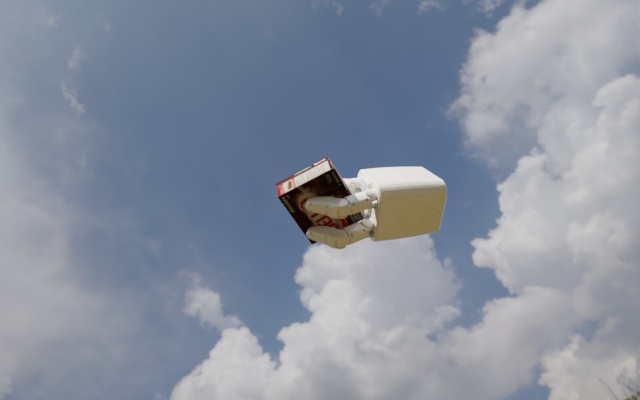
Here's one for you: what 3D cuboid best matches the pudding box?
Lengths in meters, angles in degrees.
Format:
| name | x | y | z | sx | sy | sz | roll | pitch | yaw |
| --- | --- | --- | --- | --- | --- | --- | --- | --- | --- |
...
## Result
| name | x | y | z | sx | sy | sz | roll | pitch | yaw |
| --- | --- | --- | --- | --- | --- | --- | --- | --- | --- |
| pudding box | 0.000 | 0.002 | 0.699 | 0.090 | 0.114 | 0.039 | -28 | 36 | 7 |
